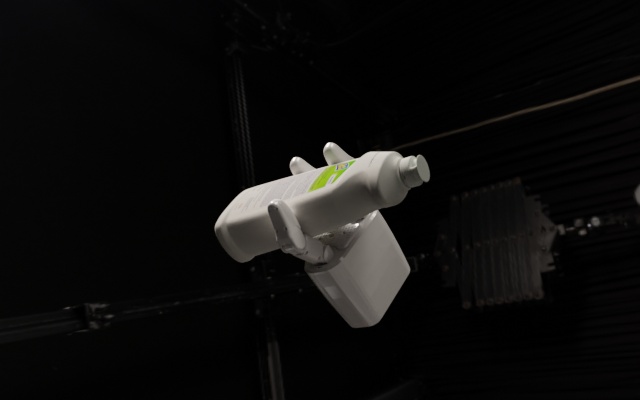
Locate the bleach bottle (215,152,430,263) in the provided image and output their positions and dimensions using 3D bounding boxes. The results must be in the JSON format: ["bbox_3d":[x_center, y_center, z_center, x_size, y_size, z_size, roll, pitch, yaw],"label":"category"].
[{"bbox_3d":[0.000,0.002,0.539,0.251,0.068,0.102,-16,28,35],"label":"bleach bottle"}]
